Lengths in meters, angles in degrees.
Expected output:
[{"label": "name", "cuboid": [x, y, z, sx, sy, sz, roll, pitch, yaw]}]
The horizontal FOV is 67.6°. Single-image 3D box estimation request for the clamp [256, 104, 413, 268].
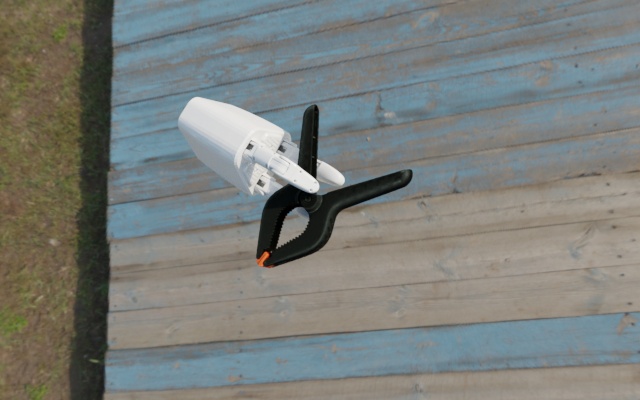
[{"label": "clamp", "cuboid": [-0.001, 0.002, 0.584, 0.164, 0.210, 0.036, 30, -2, 22]}]
